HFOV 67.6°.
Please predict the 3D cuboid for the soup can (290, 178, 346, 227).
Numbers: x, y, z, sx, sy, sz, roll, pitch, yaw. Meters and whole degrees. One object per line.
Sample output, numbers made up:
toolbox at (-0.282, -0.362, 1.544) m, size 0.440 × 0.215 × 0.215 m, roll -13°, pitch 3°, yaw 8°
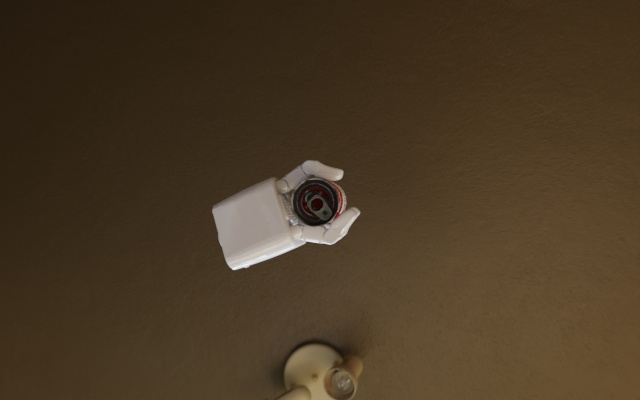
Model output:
soup can at (0.001, 0.002, 0.704) m, size 0.068 × 0.068 × 0.102 m, roll 0°, pitch 0°, yaw 10°
